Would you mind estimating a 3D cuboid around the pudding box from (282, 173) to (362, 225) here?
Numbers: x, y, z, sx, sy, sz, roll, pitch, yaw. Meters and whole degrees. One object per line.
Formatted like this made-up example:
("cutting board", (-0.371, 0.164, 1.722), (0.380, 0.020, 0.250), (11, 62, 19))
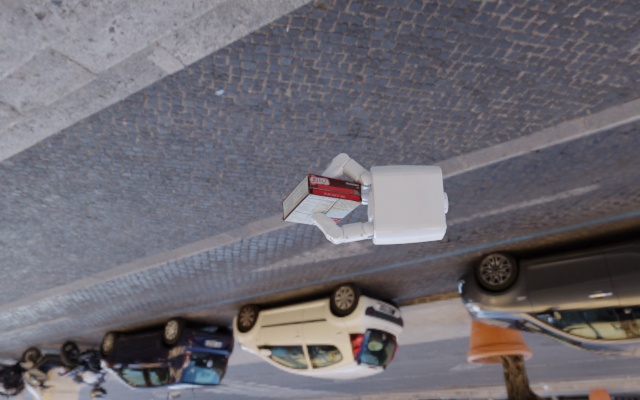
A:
("pudding box", (0.000, 0.003, 0.744), (0.090, 0.039, 0.113), (10, -29, -23))
